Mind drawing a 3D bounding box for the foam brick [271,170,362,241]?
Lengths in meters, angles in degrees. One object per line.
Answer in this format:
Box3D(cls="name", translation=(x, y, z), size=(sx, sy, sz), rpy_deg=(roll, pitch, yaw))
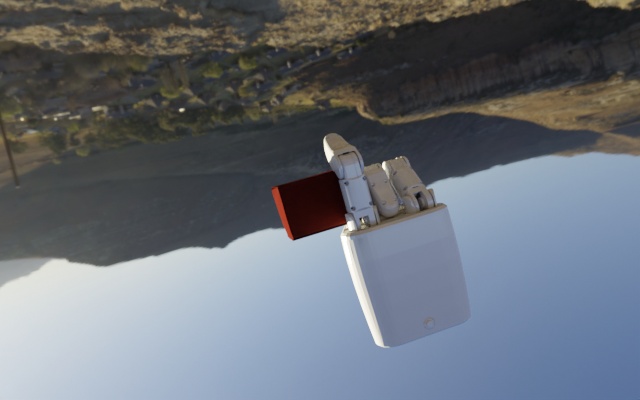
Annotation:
Box3D(cls="foam brick", translation=(0.000, 0.001, 0.445), size=(0.078, 0.051, 0.053), rpy_deg=(-16, 4, -9))
